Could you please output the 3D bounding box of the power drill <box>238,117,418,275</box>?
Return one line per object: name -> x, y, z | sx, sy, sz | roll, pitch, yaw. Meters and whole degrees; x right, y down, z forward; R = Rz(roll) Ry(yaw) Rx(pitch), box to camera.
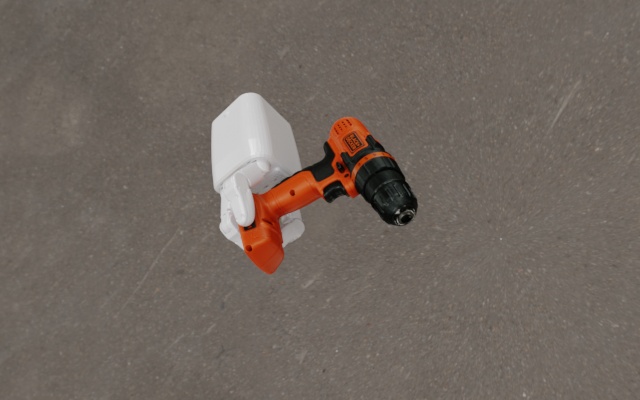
power drill -> 0.000, 0.002, 0.532 | 0.187, 0.057, 0.184 | -32, 38, 5
